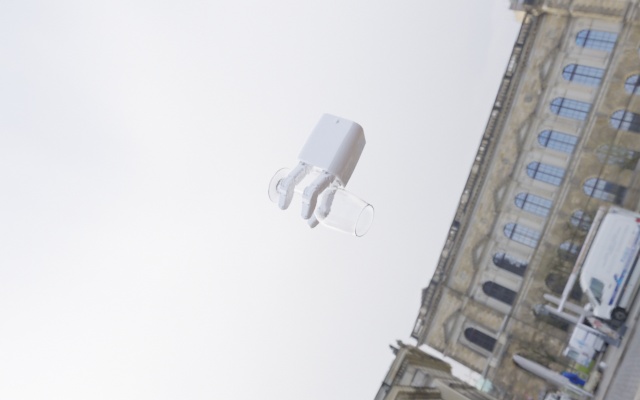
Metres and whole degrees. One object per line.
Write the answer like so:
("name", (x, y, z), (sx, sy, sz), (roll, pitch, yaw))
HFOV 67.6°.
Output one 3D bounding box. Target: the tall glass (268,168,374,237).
("tall glass", (0.000, 0.003, 0.894), (0.201, 0.079, 0.079), (23, 12, 31))
